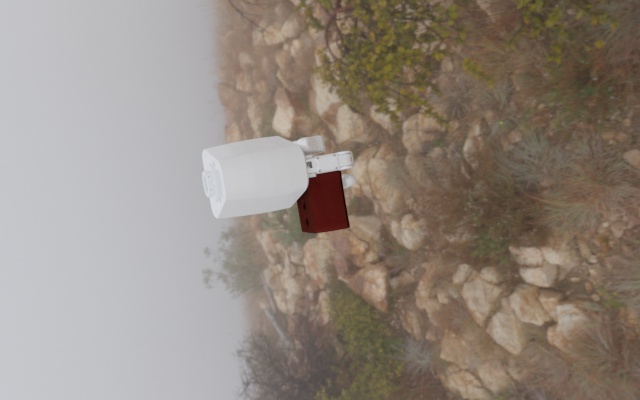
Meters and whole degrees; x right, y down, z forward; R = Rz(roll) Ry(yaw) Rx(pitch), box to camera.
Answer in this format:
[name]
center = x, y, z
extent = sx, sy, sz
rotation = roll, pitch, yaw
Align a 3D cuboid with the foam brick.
[foam brick]
center = 0.000, 0.002, 0.636
extent = 0.051, 0.078, 0.053
rotation = -11, 4, -22
